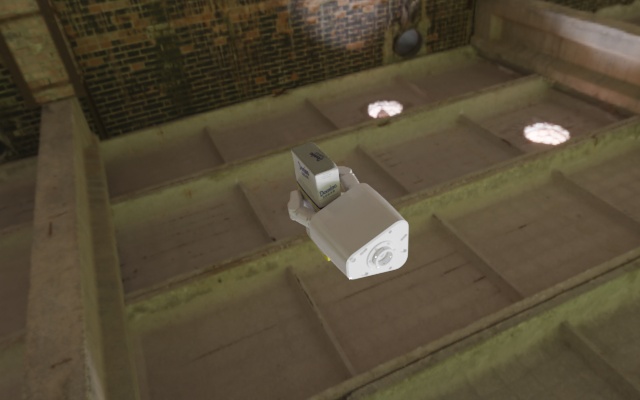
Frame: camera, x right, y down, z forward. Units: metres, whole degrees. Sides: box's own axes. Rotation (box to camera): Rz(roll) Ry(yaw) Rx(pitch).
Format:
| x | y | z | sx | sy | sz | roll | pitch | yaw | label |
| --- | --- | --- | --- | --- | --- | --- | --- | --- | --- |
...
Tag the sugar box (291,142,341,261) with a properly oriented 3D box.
| x | y | z | sx | sy | sz | roll | pitch | yaw | label |
| --- | --- | --- | --- | --- | --- | --- | --- | --- | --- |
| 0.001 | 0.003 | 0.776 | 0.048 | 0.176 | 0.093 | -20 | 40 | -18 | sugar box |
